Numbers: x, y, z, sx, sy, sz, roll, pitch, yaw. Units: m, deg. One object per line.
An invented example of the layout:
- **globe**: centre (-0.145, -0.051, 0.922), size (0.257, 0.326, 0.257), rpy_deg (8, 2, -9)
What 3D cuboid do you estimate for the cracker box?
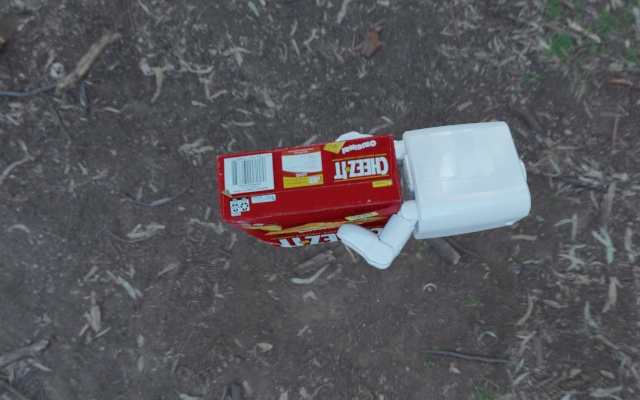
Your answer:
- **cracker box**: centre (0.000, 0.001, 0.522), size (0.164, 0.072, 0.214), rpy_deg (-7, -12, 5)
